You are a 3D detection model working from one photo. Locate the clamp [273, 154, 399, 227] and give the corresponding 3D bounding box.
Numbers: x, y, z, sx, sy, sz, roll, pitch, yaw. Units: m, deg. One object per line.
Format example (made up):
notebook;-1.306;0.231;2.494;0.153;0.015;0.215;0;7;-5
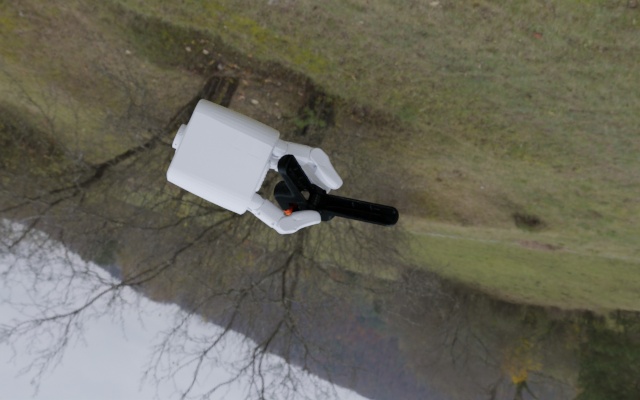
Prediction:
clamp;-0.001;0.003;0.645;0.164;0.036;0.210;26;-15;-11
